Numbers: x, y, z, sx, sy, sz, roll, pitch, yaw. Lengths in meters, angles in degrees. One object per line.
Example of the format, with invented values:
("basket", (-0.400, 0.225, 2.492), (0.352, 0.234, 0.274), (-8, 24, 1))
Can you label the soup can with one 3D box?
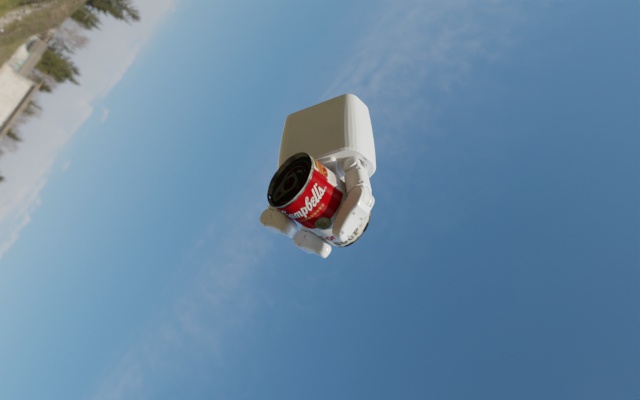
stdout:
("soup can", (0.000, 0.002, 0.535), (0.102, 0.068, 0.068), (36, -22, -34))
